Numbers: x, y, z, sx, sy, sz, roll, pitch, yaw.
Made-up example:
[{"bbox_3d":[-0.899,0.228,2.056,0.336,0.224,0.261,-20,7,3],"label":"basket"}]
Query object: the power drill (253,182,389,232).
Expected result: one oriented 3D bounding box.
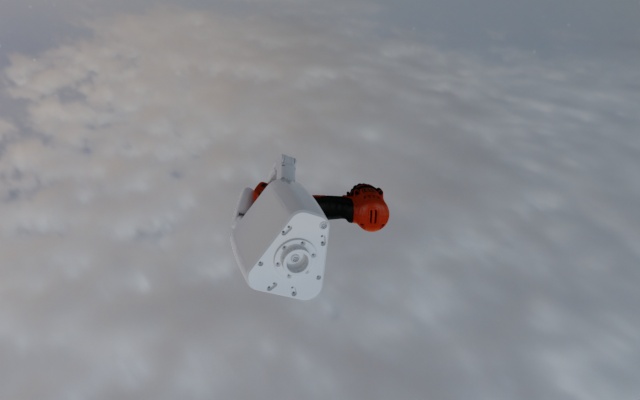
[{"bbox_3d":[0.000,0.002,0.698,0.187,0.057,0.184,0,9,-1],"label":"power drill"}]
